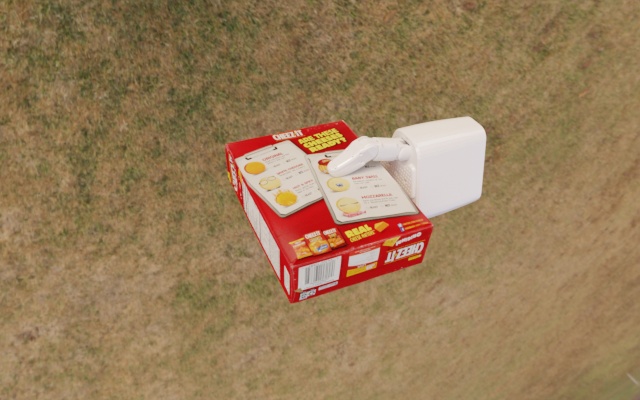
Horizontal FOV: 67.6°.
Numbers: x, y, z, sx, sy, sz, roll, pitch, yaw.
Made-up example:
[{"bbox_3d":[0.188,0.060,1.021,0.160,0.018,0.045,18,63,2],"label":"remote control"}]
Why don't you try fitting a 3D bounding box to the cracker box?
[{"bbox_3d":[0.000,0.002,0.557,0.164,0.072,0.213,-14,45,-21],"label":"cracker box"}]
